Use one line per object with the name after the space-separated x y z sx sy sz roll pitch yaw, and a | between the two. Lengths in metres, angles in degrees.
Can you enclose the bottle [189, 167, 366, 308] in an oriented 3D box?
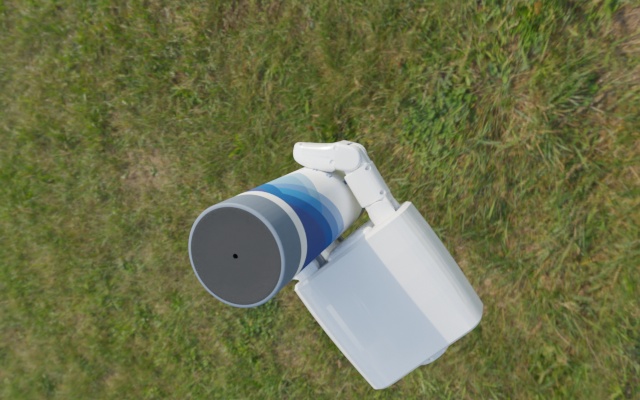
0.000 0.001 0.419 0.069 0.069 0.295 0 13 21 | bottle
